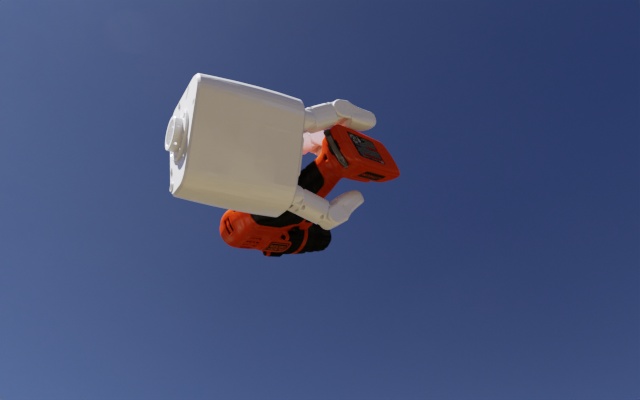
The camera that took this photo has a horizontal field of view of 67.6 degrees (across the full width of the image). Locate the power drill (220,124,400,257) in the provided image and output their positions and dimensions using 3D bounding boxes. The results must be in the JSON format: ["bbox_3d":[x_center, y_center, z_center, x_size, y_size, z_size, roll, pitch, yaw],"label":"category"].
[{"bbox_3d":[0.000,0.002,0.566,0.188,0.057,0.184,-42,-28,25],"label":"power drill"}]
